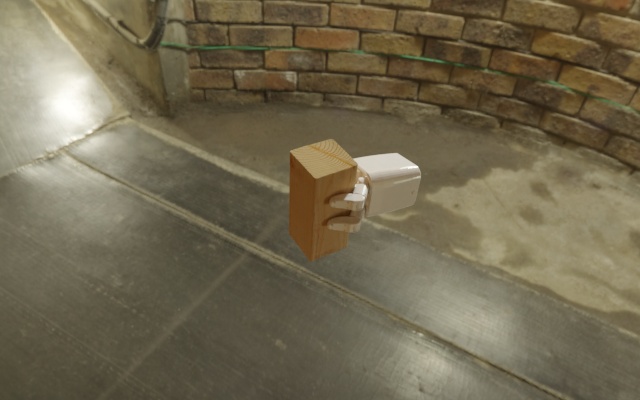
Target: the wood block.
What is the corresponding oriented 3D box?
[{"bbox_3d":[0.000,0.003,0.891,0.090,0.206,0.090,-19,47,-24],"label":"wood block"}]
